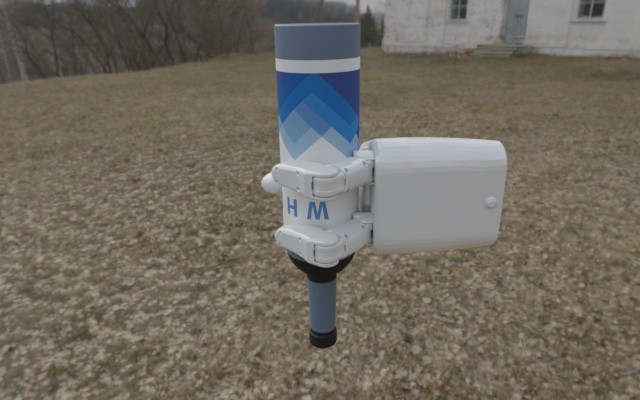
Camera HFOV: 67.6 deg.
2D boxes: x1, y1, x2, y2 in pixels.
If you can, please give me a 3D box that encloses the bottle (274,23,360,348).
[{"bbox_3d":[0.000,0.001,0.420,0.069,0.296,0.069,-1,21,0],"label":"bottle"}]
